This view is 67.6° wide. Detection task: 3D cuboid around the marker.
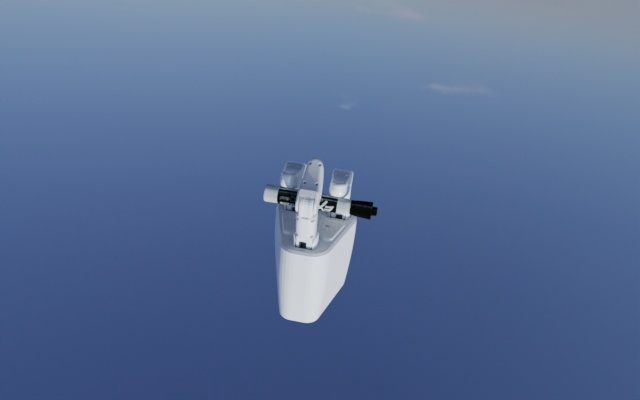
[{"bbox_3d":[0.000,0.002,0.506,0.121,0.020,0.020,10,1,7],"label":"marker"}]
